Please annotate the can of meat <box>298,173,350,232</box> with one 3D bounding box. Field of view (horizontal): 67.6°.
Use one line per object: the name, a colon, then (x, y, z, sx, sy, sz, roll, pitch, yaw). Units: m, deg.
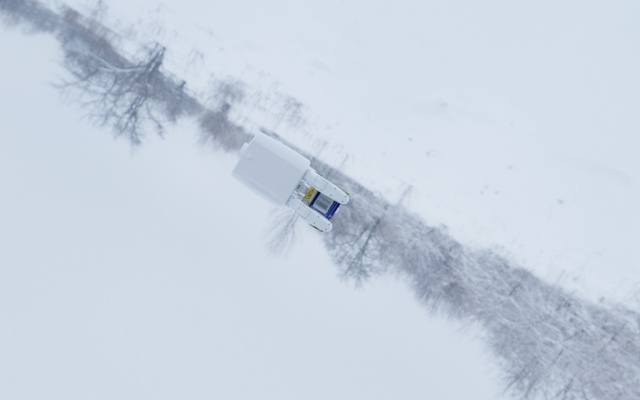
can of meat: (0.000, 0.003, 0.859, 0.057, 0.084, 0.102, 33, 2, -12)
